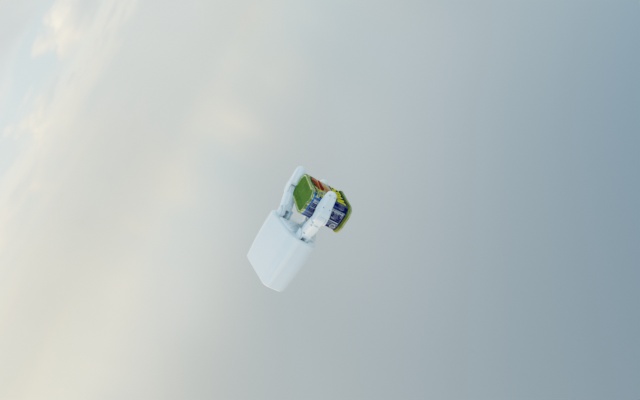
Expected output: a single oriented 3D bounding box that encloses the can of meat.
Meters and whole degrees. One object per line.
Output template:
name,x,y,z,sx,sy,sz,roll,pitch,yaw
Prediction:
can of meat,0.000,0.003,0.870,0.084,0.057,0.102,27,17,-23
